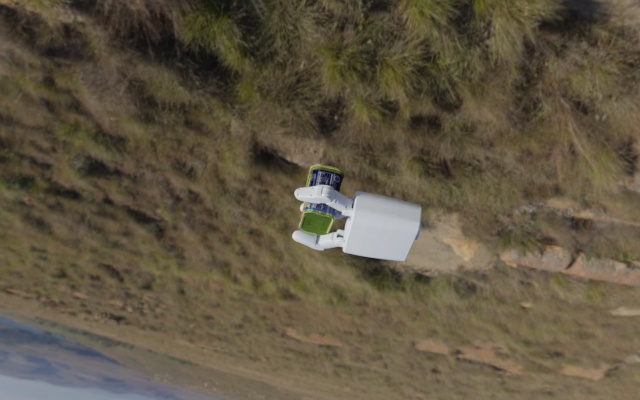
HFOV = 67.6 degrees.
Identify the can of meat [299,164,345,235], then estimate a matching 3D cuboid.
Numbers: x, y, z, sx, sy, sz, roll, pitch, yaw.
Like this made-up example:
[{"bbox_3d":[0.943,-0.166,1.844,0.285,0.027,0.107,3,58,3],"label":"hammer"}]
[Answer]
[{"bbox_3d":[0.000,0.003,0.785,0.057,0.084,0.102,12,-24,-3],"label":"can of meat"}]
